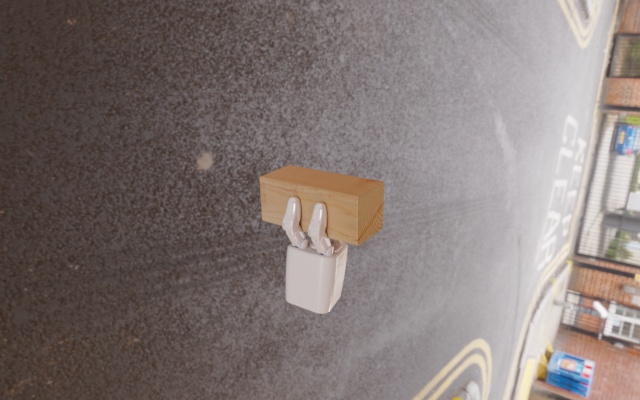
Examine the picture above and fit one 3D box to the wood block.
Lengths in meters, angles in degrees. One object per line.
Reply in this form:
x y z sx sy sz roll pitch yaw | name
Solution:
0.000 0.003 0.850 0.206 0.090 0.091 12 24 32 | wood block
